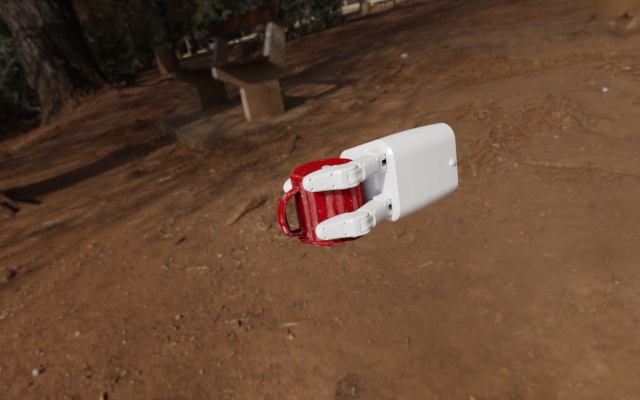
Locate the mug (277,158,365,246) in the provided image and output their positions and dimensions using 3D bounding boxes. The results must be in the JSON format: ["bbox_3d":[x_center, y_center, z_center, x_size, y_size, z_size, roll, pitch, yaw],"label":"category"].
[{"bbox_3d":[-0.001,0.002,0.560,0.117,0.081,0.093,-21,21,-29],"label":"mug"}]
